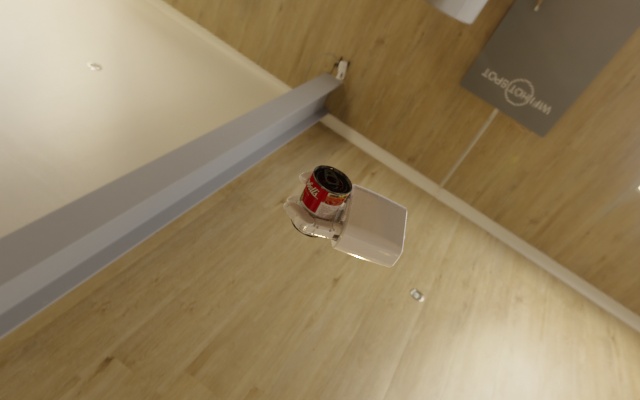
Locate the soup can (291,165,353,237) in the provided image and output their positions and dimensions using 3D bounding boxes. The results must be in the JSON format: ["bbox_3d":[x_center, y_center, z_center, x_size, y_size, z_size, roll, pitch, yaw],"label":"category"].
[{"bbox_3d":[0.000,0.003,0.779,0.068,0.102,0.068,19,37,-15],"label":"soup can"}]
